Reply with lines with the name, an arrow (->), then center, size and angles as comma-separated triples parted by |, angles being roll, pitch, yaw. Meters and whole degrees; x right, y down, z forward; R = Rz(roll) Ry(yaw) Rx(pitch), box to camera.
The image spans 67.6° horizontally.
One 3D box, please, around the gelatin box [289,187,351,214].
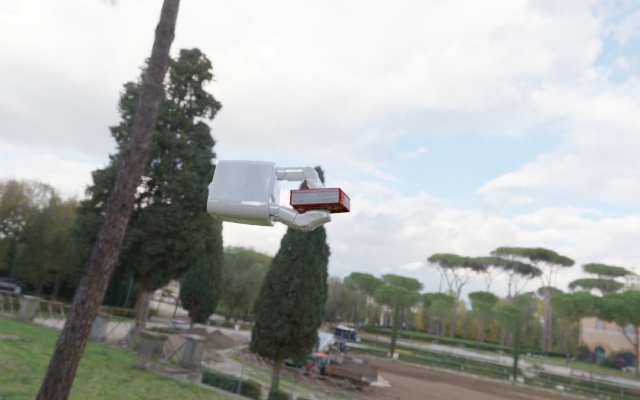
gelatin box -> 0.000, 0.002, 0.807 | 0.089, 0.030, 0.073 | -3, -15, 16
